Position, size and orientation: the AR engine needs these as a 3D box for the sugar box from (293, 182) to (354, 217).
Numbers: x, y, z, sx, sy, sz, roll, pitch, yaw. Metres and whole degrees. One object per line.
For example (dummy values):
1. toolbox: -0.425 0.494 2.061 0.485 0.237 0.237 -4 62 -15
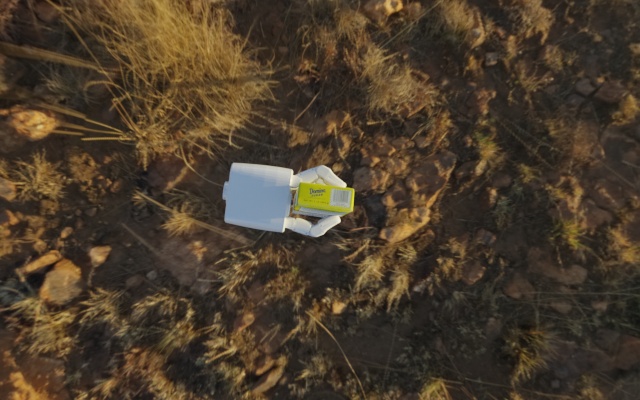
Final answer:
1. sugar box: 0.000 0.002 0.858 0.093 0.048 0.176 8 -4 -6
